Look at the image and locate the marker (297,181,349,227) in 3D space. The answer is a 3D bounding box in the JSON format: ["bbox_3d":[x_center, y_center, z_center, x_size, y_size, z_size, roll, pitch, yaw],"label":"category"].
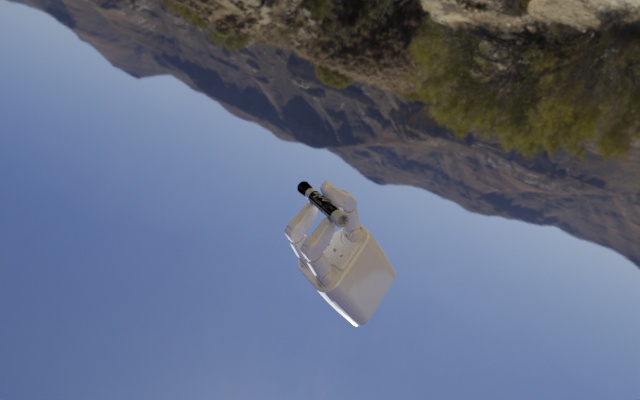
[{"bbox_3d":[0.000,0.002,0.640,0.020,0.020,0.121,0,23,-30],"label":"marker"}]
